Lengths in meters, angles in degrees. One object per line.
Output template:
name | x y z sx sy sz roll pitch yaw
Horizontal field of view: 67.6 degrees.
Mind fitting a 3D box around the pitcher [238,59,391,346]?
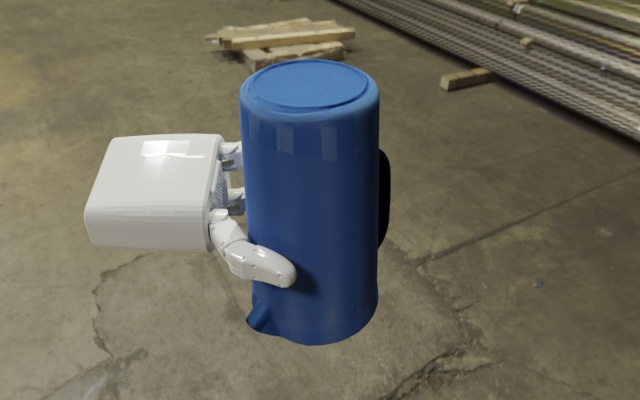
pitcher | 0.000 0.001 0.438 0.145 0.243 0.149 1 38 2
